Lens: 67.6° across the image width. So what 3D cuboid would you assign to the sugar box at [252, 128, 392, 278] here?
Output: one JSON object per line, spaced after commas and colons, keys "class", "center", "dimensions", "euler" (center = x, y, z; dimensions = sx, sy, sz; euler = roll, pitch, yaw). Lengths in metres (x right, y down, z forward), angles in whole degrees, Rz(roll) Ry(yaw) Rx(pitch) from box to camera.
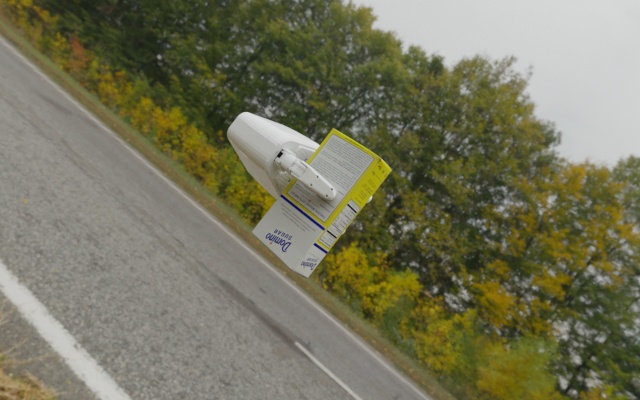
{"class": "sugar box", "center": [0.000, 0.002, 0.614], "dimensions": [0.093, 0.176, 0.048], "euler": [38, 1, 38]}
